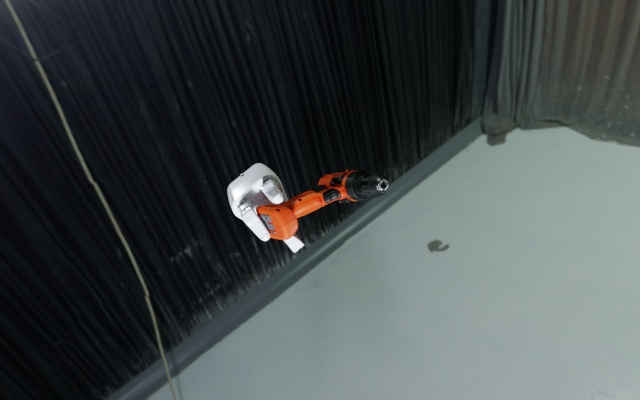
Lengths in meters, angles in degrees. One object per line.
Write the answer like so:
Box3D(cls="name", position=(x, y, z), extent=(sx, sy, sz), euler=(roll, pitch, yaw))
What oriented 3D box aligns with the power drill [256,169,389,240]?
Box3D(cls="power drill", position=(0.000, 0.003, 0.793), extent=(0.187, 0.057, 0.184), euler=(-25, 10, -26))
